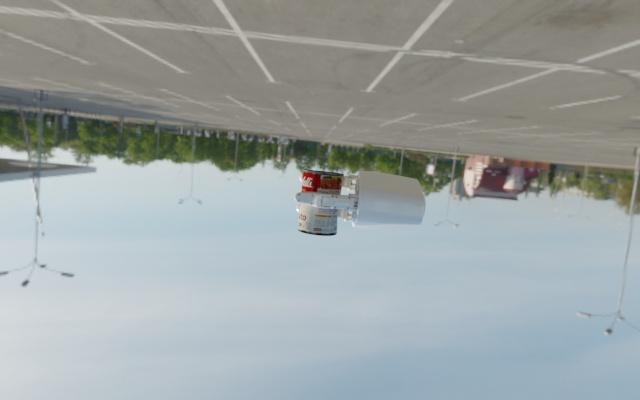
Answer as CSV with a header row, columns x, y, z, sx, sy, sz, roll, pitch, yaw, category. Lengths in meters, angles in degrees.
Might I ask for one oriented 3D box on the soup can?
x,y,z,sx,sy,sz,roll,pitch,yaw,category
0.000,0.003,0.792,0.068,0.102,0.068,6,6,-1,soup can
